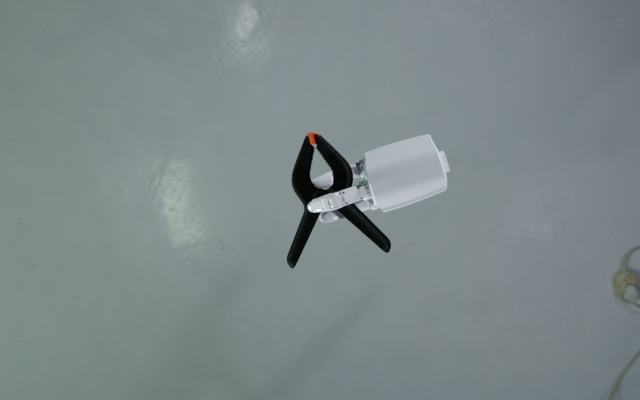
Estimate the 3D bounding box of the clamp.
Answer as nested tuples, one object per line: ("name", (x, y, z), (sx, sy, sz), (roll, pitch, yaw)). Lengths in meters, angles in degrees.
("clamp", (0.000, 0.002, 0.732), (0.164, 0.210, 0.036), (-18, 5, 11))
